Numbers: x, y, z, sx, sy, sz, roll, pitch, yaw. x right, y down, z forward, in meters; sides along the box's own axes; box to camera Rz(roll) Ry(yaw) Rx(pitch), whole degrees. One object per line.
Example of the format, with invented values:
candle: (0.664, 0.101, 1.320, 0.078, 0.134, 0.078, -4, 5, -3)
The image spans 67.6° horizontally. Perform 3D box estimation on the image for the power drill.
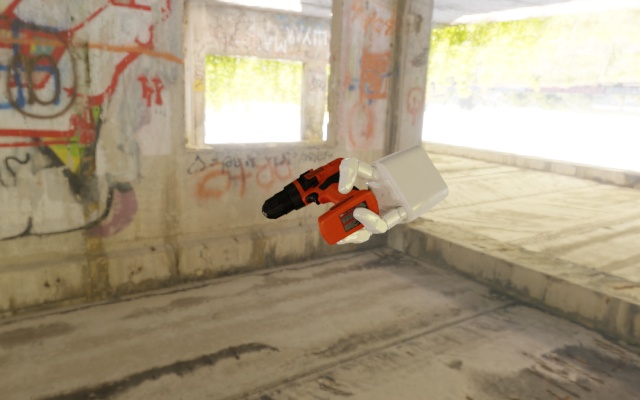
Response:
power drill: (0.001, 0.003, 0.818, 0.184, 0.057, 0.187, -31, 31, -9)
